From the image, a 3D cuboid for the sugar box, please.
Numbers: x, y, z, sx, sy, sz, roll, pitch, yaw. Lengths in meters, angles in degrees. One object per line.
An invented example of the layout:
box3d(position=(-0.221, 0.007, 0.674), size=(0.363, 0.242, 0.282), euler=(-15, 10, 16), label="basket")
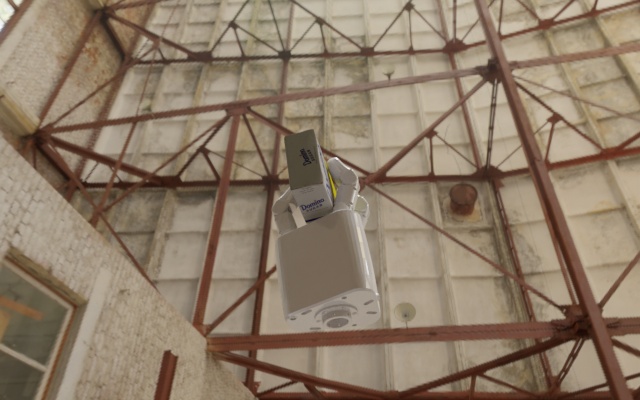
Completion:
box3d(position=(0.001, 0.002, 0.625), size=(0.048, 0.093, 0.176), euler=(-13, -39, 4), label="sugar box")
